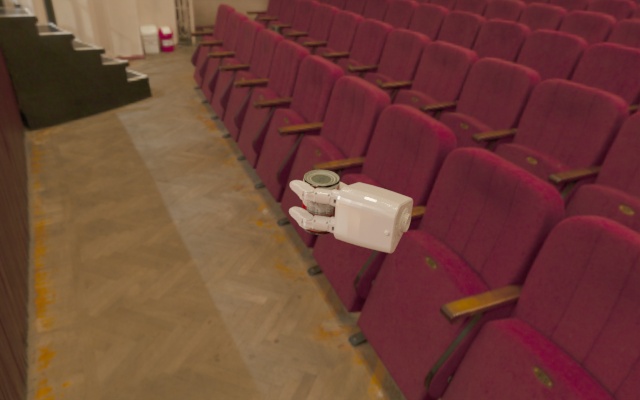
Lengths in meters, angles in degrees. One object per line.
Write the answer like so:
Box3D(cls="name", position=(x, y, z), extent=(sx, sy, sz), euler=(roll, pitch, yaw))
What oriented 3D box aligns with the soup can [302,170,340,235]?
Box3D(cls="soup can", position=(0.000, 0.002, 0.881), extent=(0.068, 0.102, 0.068), euler=(2, 29, -1))
